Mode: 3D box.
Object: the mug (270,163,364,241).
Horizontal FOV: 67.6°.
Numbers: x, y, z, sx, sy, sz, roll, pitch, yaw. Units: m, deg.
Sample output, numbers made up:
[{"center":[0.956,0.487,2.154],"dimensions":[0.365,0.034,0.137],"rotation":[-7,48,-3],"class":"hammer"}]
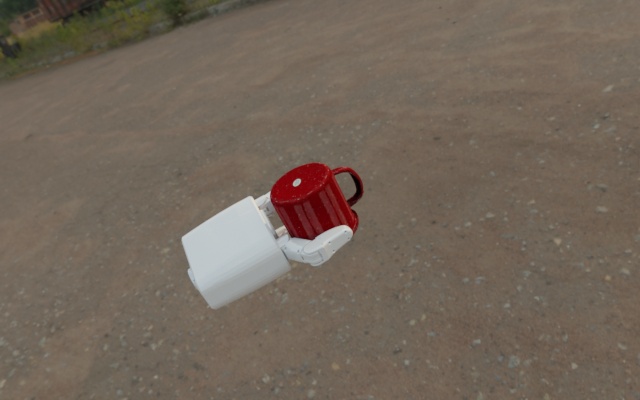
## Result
[{"center":[0.001,0.001,0.587],"dimensions":[0.117,0.081,0.093],"rotation":[-31,31,-7],"class":"mug"}]
